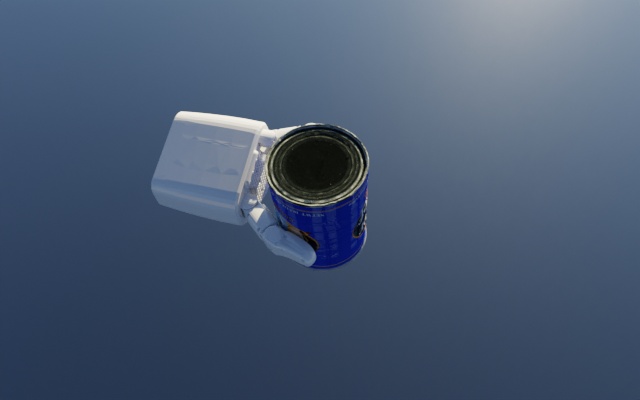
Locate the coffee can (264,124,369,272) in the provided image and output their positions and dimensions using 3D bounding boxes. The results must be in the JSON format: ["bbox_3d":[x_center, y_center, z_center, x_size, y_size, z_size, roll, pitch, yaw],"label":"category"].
[{"bbox_3d":[0.000,0.002,0.520,0.103,0.102,0.140,0,-34,4],"label":"coffee can"}]
